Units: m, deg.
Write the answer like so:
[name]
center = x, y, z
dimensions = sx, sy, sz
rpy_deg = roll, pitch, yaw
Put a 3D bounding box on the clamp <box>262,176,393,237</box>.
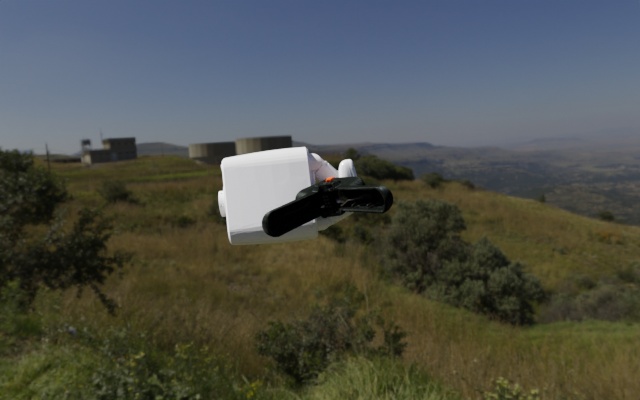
[clamp]
center = 0.000, 0.001, 0.496
dimensions = 0.120, 0.039, 0.171
rpy_deg = -8, 6, -4
